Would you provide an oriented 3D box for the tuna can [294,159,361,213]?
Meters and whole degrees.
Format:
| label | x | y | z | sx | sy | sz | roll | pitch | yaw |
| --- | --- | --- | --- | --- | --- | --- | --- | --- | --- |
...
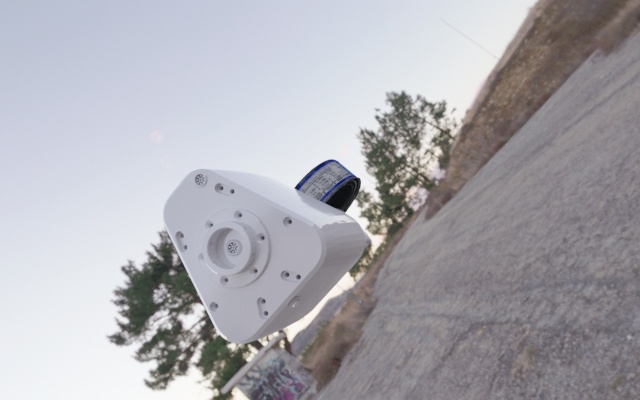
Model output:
| label | x | y | z | sx | sy | sz | roll | pitch | yaw |
| --- | --- | --- | --- | --- | --- | --- | --- | --- | --- |
| tuna can | 0.000 | 0.001 | 0.472 | 0.033 | 0.086 | 0.086 | 41 | 14 | 17 |
